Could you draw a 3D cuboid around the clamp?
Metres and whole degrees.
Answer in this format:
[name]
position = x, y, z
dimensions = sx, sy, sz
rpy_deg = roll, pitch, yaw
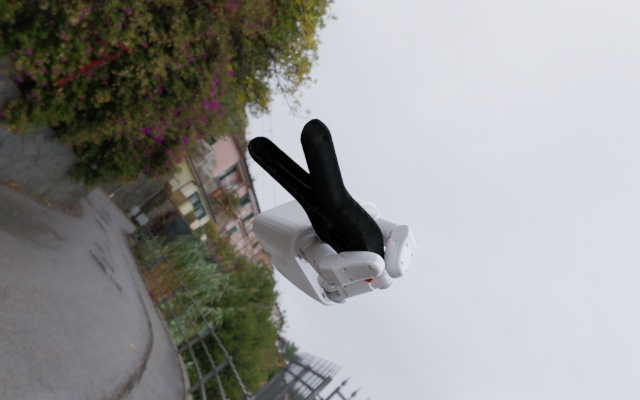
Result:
[clamp]
position = 0.001, 0.001, 0.437
dimensions = 0.039, 0.171, 0.120
rpy_deg = -39, 27, -20
